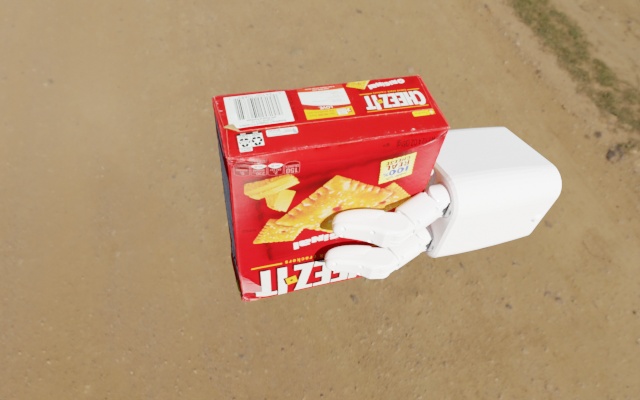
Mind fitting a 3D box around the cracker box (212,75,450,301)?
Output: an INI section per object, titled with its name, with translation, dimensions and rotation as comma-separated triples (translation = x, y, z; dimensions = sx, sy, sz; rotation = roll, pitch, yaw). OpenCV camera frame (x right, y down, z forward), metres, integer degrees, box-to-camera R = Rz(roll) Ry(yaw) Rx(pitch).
[cracker box]
translation = 0.000, 0.001, 0.422
dimensions = 0.164, 0.072, 0.214
rotation = -9, -36, -13
